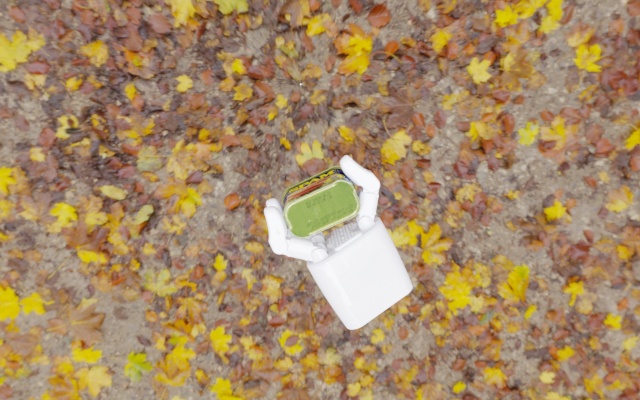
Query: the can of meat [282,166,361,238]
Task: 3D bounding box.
[{"bbox_3d":[0.000,0.002,0.629,0.102,0.057,0.084,-25,14,4],"label":"can of meat"}]
